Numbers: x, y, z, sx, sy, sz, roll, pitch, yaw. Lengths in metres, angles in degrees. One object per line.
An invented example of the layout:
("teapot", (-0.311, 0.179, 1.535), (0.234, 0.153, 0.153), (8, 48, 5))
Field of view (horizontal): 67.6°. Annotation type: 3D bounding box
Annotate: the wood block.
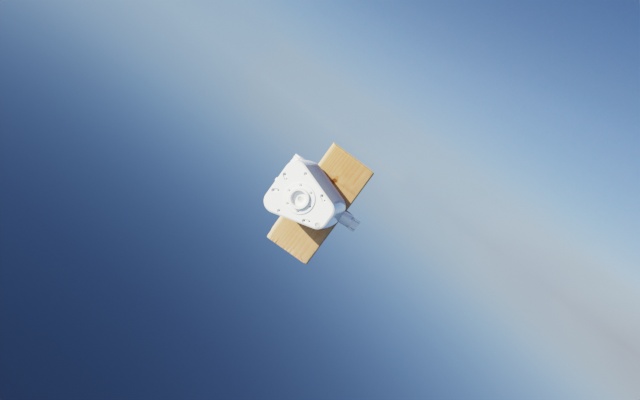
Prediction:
("wood block", (0.000, 0.003, 0.889), (0.091, 0.206, 0.090), (36, 8, -4))
